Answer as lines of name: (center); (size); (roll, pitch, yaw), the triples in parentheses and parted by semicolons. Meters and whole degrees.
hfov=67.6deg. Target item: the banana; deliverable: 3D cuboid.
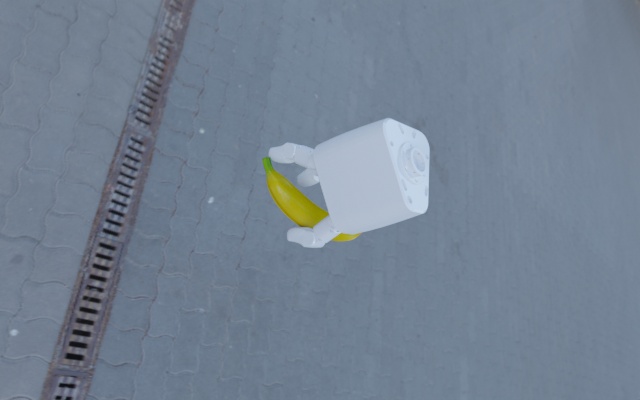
banana: (-0.006, 0.016, 0.663); (0.037, 0.069, 0.198); (-22, -47, 40)
